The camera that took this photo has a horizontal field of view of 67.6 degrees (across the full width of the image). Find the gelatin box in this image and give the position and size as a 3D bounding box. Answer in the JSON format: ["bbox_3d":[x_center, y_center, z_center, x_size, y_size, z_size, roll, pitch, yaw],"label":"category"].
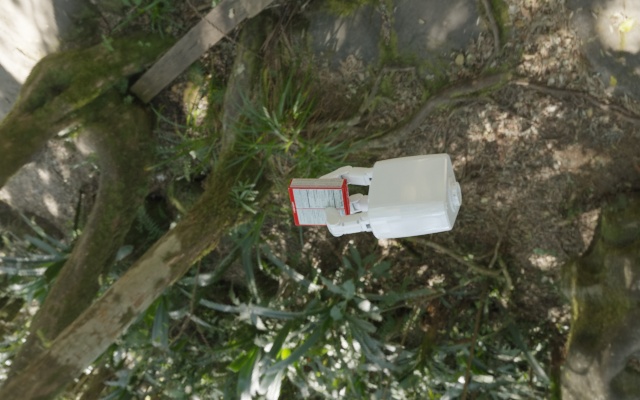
[{"bbox_3d":[0.000,0.003,0.739,0.089,0.073,0.030,0,37,13],"label":"gelatin box"}]
